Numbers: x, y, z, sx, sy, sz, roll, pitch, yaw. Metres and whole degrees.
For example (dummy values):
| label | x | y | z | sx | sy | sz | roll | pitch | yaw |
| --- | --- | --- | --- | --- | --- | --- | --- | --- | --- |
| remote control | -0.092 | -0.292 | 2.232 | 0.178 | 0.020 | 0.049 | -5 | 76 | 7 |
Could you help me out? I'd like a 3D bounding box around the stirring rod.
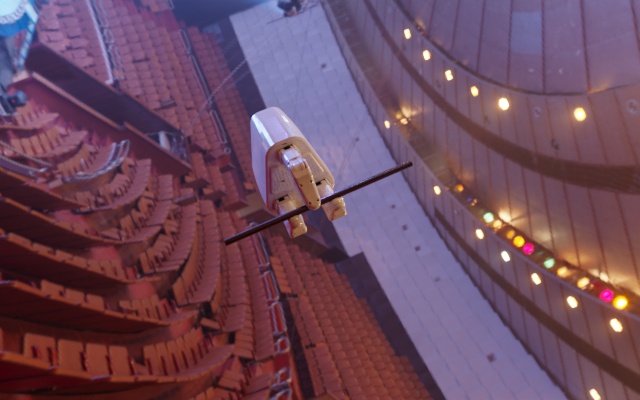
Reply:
| label | x | y | z | sx | sy | sz | roll | pitch | yaw |
| --- | --- | --- | --- | --- | --- | --- | --- | --- | --- |
| stirring rod | 0.000 | 0.002 | 0.563 | 0.239 | 0.011 | 0.011 | -23 | 3 | -7 |
